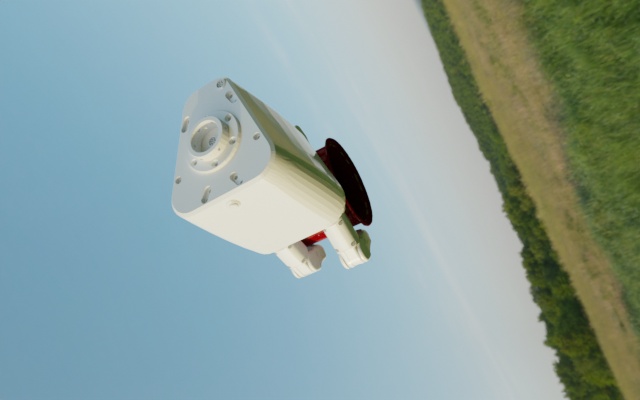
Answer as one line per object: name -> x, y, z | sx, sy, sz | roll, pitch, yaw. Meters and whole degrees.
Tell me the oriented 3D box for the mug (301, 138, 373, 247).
mug -> 0.001, 0.002, 0.482 | 0.081, 0.093, 0.117 | -25, -30, 18
